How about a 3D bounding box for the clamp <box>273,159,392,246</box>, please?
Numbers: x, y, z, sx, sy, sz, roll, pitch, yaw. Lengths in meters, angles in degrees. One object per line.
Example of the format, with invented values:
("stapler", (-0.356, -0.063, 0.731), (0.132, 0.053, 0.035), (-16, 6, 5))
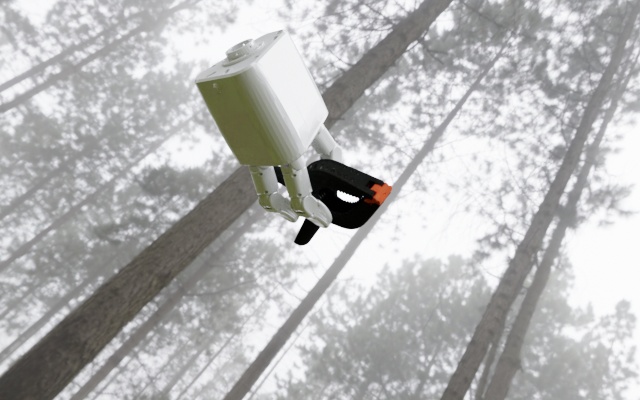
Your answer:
("clamp", (0.001, 0.001, 0.577), (0.210, 0.165, 0.036), (6, 45, 43))
